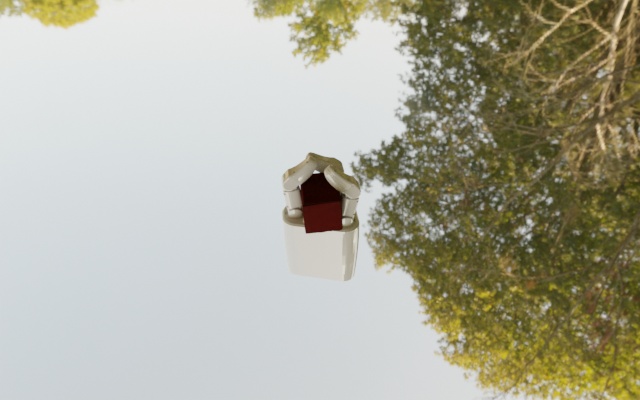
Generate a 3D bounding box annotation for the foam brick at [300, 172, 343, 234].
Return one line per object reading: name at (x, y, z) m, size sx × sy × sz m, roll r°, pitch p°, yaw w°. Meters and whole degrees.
foam brick at (0.000, 0.002, 0.668) m, size 0.053 × 0.051 × 0.078 m, roll -5°, pitch 35°, yaw -3°
